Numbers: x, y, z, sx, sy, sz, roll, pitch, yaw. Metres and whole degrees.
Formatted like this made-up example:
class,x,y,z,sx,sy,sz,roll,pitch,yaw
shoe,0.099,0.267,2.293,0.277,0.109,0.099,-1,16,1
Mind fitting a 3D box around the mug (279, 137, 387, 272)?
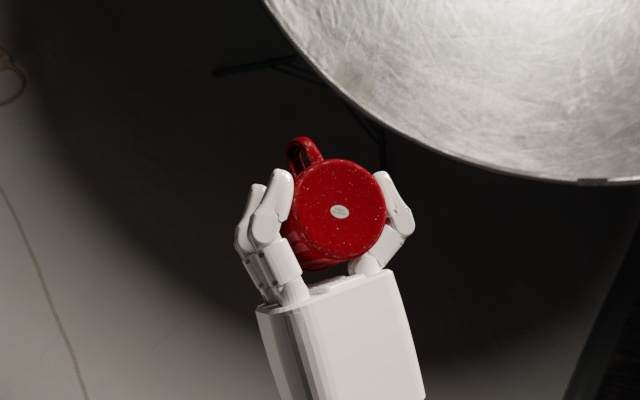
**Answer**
class,x,y,z,sx,sy,sz,roll,pitch,yaw
mug,0.000,0.000,0.406,0.093,0.117,0.081,-16,-4,-21
